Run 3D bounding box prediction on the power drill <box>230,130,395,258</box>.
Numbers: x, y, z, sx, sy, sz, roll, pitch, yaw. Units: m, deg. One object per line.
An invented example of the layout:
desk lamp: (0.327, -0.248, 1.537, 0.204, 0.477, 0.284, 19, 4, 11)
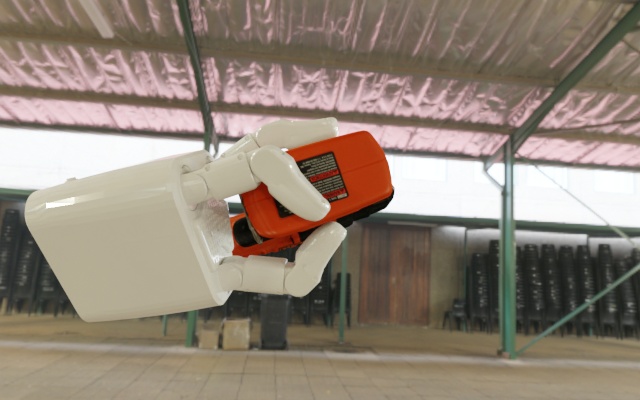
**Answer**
power drill: (0.000, 0.001, 0.416, 0.184, 0.057, 0.188, -20, -9, -12)
